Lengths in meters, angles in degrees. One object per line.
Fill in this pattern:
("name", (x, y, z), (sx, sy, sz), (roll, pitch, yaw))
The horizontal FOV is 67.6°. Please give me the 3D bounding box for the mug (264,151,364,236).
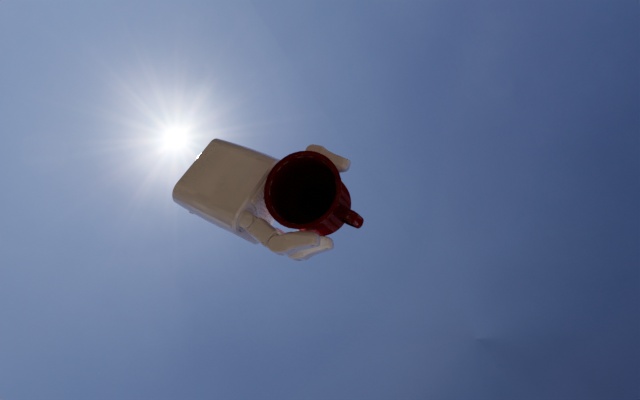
("mug", (0.001, 0.002, 0.572), (0.117, 0.093, 0.081), (24, -7, 22))
